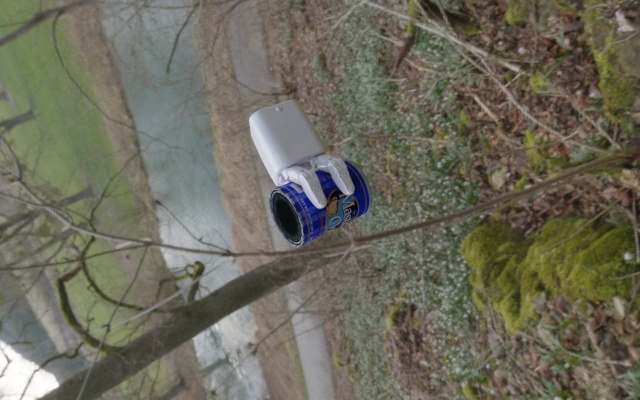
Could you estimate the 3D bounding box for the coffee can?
[{"bbox_3d":[0.000,0.003,0.790,0.140,0.103,0.103,-25,12,-28],"label":"coffee can"}]
